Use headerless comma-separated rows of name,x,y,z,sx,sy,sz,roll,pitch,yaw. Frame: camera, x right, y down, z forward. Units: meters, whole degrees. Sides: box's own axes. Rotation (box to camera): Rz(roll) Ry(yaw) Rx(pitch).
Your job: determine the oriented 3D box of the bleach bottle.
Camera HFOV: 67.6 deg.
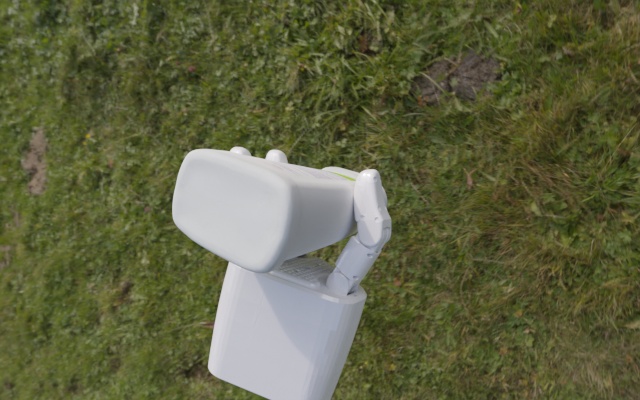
bleach bottle,0.000,0.001,0.414,0.102,0.068,0.251,22,12,28
